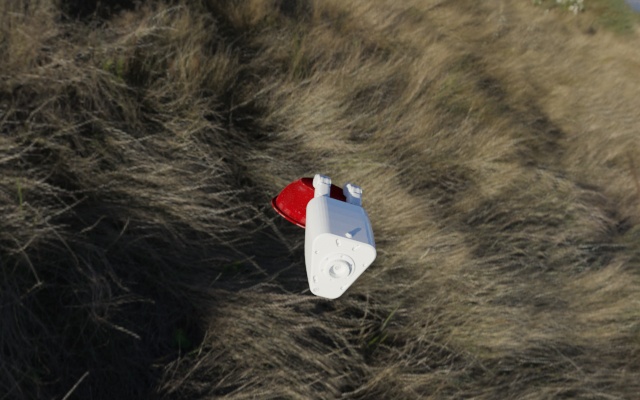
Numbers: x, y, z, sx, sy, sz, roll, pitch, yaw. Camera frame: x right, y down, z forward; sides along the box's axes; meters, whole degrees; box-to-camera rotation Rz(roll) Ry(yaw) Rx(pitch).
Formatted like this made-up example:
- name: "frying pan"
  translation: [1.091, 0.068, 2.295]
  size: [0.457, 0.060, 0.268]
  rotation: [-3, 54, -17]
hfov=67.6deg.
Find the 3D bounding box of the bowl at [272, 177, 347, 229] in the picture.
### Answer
- name: "bowl"
  translation: [0.000, 0.002, 0.827]
  size: [0.162, 0.055, 0.162]
  rotation: [18, 16, -6]
